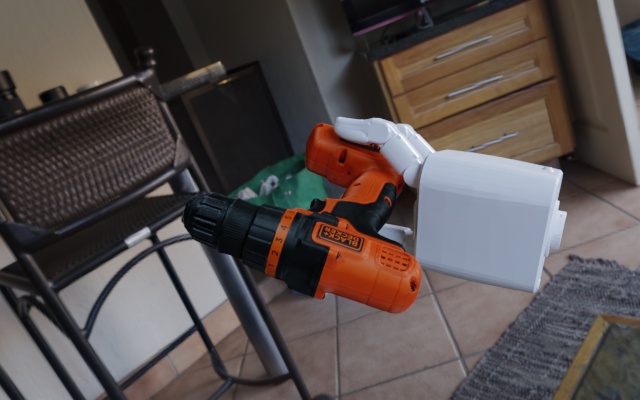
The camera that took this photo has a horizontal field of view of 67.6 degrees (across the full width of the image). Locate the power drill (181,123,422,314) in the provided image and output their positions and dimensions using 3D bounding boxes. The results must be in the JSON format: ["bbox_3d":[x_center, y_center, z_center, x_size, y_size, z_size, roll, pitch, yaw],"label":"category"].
[{"bbox_3d":[0.000,0.001,0.413,0.184,0.057,0.187,20,37,3],"label":"power drill"}]
